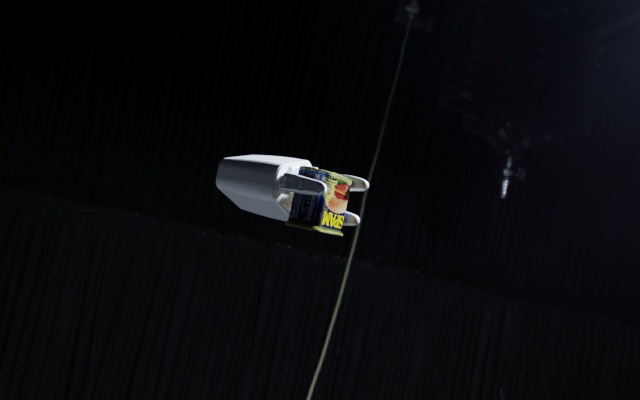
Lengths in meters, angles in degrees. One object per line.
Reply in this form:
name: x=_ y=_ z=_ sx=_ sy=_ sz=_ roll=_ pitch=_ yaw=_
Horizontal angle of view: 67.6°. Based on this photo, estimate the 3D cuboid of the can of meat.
can of meat: x=0.000 y=0.002 z=0.680 sx=0.057 sy=0.084 sz=0.102 roll=10 pitch=-4 yaw=27
